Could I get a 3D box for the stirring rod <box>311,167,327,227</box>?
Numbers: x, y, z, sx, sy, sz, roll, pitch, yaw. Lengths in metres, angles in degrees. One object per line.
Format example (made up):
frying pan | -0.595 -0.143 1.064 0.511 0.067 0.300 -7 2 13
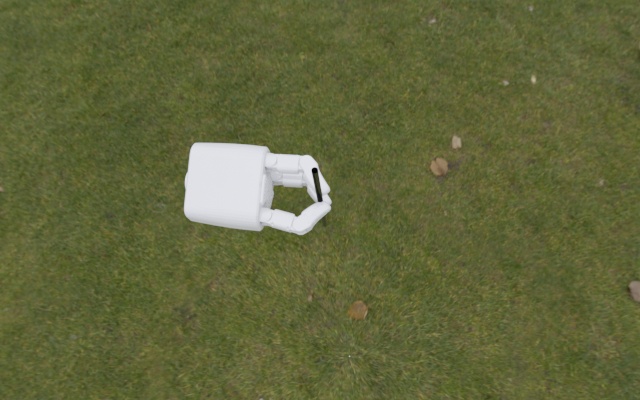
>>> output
stirring rod | 0.000 0.002 0.667 0.011 0.011 0.240 0 -18 3
